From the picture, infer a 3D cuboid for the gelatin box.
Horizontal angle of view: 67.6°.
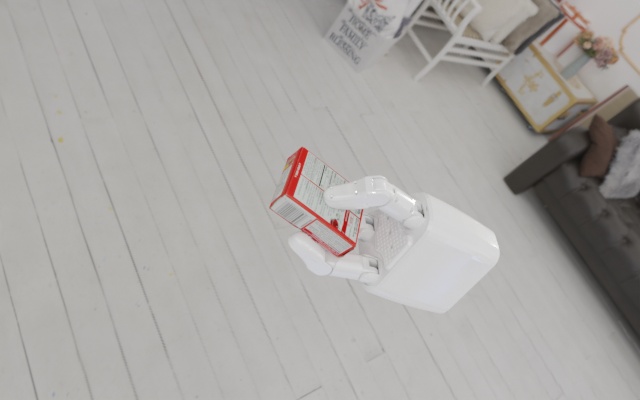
[{"bbox_3d":[0.000,0.001,0.462,0.089,0.073,0.030,37,-50,-20],"label":"gelatin box"}]
